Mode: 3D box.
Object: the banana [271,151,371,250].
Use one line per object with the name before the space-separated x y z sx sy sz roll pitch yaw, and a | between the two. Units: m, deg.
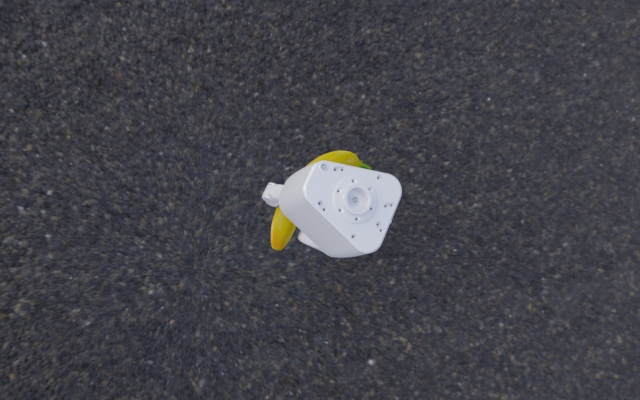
banana | -0.009 -0.014 0.684 0.197 0.069 0.037 -40 9 -19
